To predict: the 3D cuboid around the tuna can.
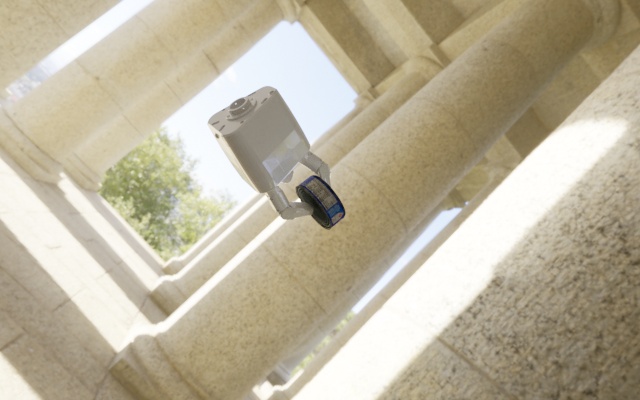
[{"bbox_3d":[0.001,0.002,0.749,0.033,0.086,0.086,-38,11,-15],"label":"tuna can"}]
